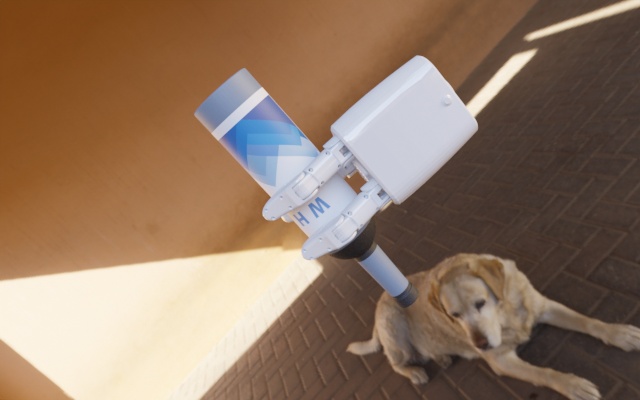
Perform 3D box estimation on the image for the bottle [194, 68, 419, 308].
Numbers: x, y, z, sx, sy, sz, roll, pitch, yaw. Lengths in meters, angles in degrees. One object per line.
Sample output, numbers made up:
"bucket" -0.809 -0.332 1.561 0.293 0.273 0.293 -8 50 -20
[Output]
"bottle" 0.000 0.001 0.489 0.069 0.296 0.069 -40 13 11
